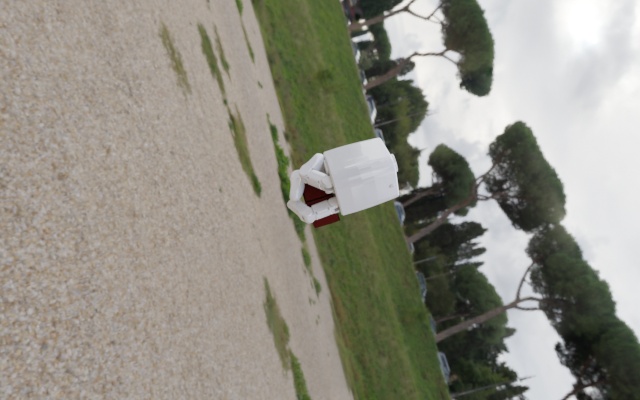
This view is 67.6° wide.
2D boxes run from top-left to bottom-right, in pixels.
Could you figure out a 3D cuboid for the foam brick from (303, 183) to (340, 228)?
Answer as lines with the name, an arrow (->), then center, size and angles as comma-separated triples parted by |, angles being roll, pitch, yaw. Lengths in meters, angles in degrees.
foam brick -> 0.000, 0.003, 0.867 | 0.051, 0.053, 0.078 | -17, -41, 1
